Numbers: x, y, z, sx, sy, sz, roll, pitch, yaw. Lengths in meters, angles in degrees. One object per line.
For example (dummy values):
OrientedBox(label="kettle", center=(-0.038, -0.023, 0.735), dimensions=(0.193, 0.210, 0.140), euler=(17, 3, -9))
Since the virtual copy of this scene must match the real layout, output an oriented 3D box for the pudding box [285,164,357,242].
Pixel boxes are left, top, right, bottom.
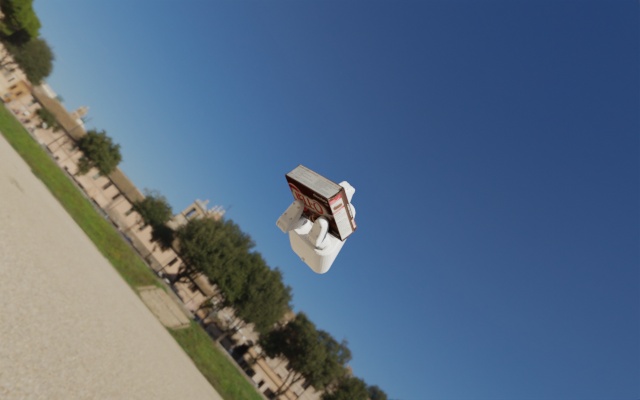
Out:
OrientedBox(label="pudding box", center=(0.000, 0.002, 0.750), dimensions=(0.039, 0.090, 0.113), euler=(-40, 43, -22))
